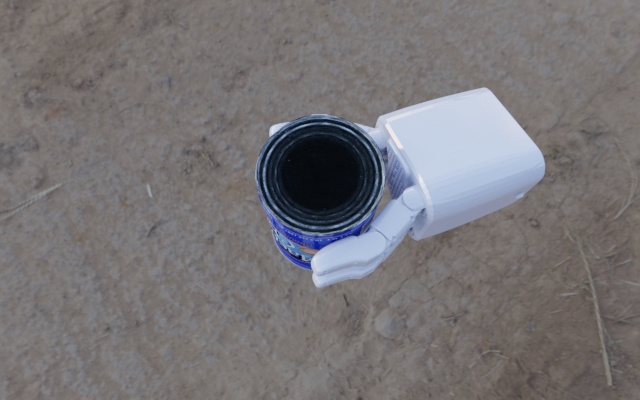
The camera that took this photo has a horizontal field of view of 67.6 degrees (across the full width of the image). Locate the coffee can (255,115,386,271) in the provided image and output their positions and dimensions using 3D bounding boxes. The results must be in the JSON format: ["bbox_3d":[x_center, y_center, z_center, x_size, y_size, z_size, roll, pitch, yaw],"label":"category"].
[{"bbox_3d":[0.000,0.001,0.436,0.103,0.102,0.140,0,-19,0],"label":"coffee can"}]
